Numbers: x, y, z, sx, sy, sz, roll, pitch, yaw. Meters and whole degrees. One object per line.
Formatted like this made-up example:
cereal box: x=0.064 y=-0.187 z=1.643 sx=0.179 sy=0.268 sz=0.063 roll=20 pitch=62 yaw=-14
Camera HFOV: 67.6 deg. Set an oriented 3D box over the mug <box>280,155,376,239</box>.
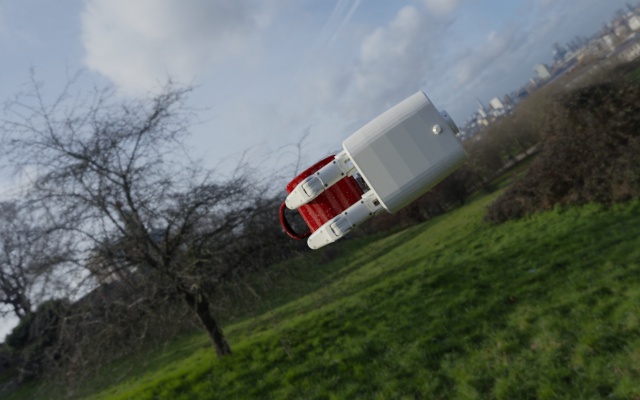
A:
mug: x=-0.001 y=0.003 z=0.610 sx=0.117 sy=0.081 sz=0.093 roll=-34 pitch=-3 yaw=11
